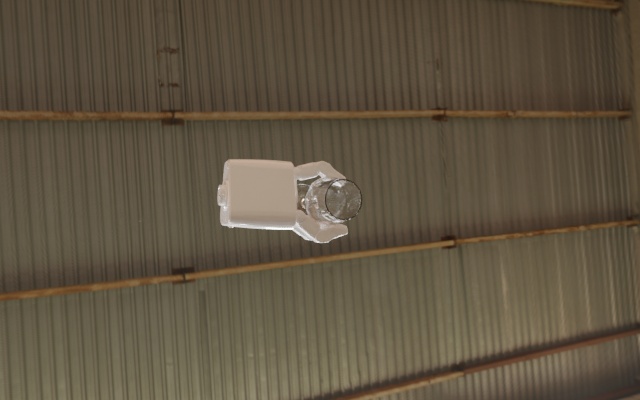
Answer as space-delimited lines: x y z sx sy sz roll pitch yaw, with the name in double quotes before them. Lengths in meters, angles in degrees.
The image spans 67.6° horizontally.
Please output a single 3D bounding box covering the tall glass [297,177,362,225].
"tall glass" 0.000 0.003 0.802 0.079 0.079 0.201 0 -2 -21
